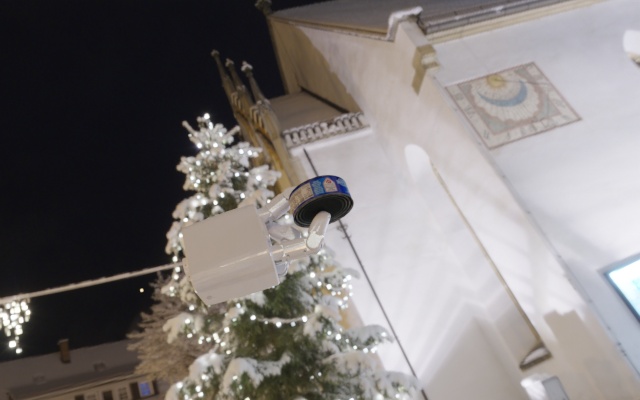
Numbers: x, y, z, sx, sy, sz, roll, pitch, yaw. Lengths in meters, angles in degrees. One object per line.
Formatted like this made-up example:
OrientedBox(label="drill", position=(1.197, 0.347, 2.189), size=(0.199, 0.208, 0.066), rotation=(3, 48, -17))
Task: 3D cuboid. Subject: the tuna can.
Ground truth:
OrientedBox(label="tuna can", position=(0.000, 0.002, 0.656), size=(0.086, 0.033, 0.086), rotation=(-15, -29, -8))
